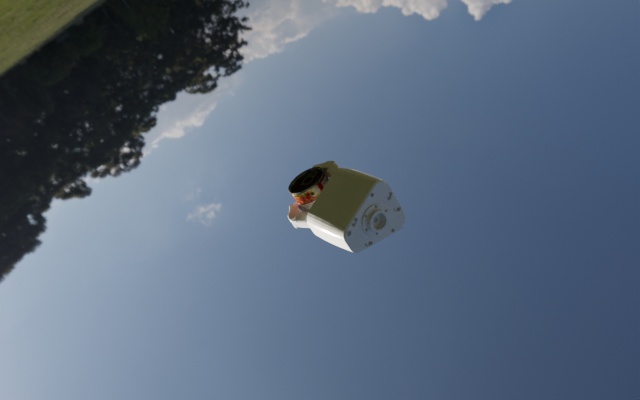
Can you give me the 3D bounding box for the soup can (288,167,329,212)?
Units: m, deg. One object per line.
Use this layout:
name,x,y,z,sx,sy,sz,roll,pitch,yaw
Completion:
soup can,0.000,0.003,0.817,0.068,0.102,0.068,-25,29,15
